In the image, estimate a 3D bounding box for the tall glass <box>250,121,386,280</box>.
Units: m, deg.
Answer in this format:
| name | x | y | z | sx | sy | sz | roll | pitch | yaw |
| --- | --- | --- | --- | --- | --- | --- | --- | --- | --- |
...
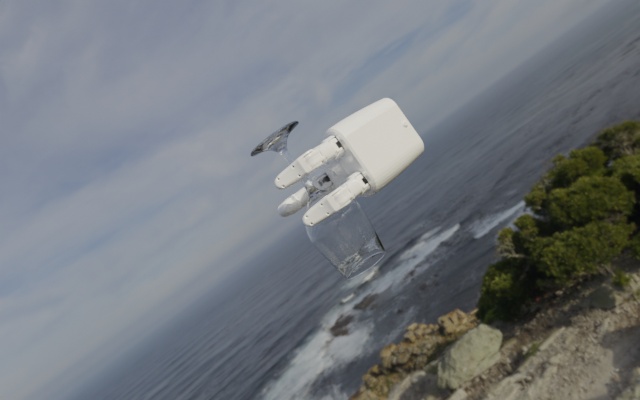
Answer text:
| name | x | y | z | sx | sy | sz | roll | pitch | yaw |
| --- | --- | --- | --- | --- | --- | --- | --- | --- | --- |
| tall glass | 0.000 | 0.002 | 0.604 | 0.079 | 0.201 | 0.079 | -35 | 1 | 0 |
